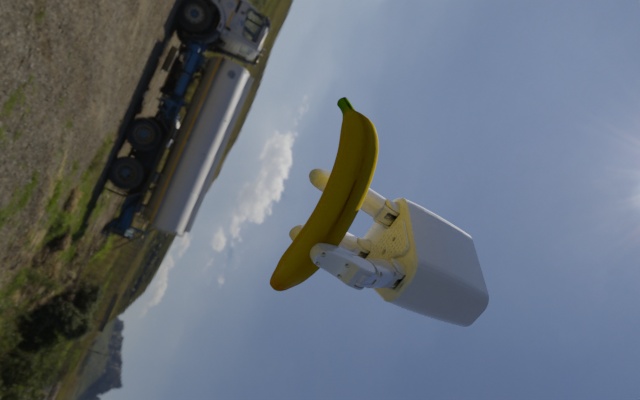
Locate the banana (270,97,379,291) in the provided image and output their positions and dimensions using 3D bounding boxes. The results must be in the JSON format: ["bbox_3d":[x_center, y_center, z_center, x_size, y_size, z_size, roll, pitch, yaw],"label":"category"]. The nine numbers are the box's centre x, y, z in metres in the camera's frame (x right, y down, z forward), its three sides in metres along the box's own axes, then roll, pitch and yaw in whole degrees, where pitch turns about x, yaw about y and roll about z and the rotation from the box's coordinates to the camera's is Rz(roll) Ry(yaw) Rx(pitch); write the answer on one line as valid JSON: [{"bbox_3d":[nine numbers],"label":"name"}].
[{"bbox_3d":[0.009,0.001,0.440,0.037,0.198,0.069,23,-1,-27],"label":"banana"}]
